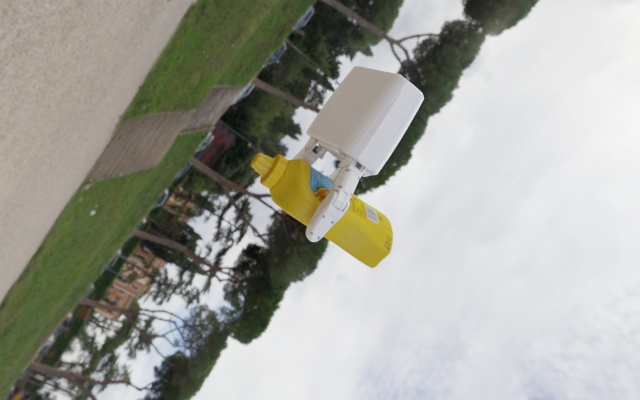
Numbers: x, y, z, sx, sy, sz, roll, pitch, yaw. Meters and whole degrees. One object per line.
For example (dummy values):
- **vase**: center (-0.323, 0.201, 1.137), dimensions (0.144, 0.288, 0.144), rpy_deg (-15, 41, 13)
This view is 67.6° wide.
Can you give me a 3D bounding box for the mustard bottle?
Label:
- **mustard bottle**: center (0.000, 0.002, 0.579), dimensions (0.192, 0.058, 0.096), rpy_deg (34, 25, -20)
